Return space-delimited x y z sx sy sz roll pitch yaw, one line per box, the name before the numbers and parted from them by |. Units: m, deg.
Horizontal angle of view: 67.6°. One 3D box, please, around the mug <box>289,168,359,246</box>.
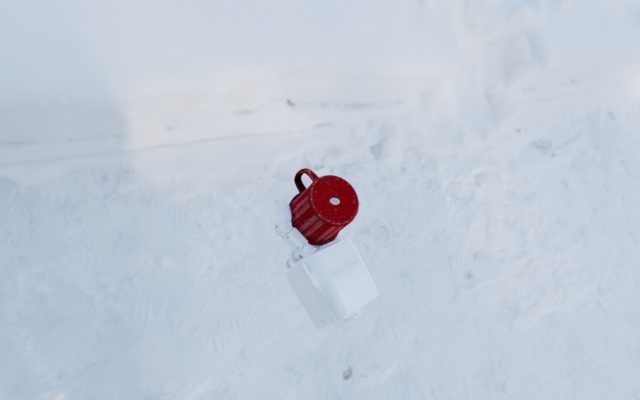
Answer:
mug | 0.000 0.001 0.723 0.093 0.117 0.081 -26 -9 -31
